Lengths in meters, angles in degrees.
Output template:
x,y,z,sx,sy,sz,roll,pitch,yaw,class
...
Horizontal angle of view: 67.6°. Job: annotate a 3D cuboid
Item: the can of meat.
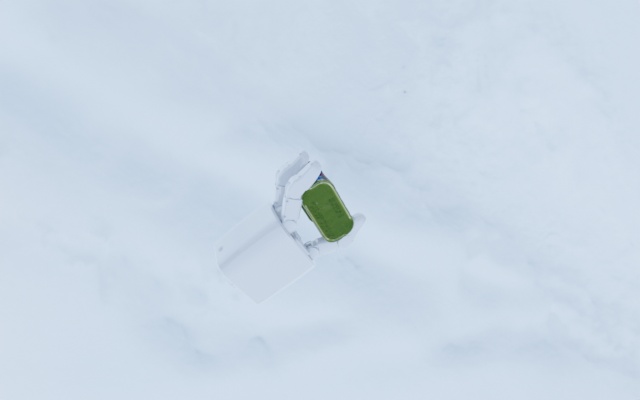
x,y,z,sx,sy,sz,roll,pitch,yaw,class
0.000,0.002,0.698,0.057,0.102,0.084,-33,26,-2,can of meat
